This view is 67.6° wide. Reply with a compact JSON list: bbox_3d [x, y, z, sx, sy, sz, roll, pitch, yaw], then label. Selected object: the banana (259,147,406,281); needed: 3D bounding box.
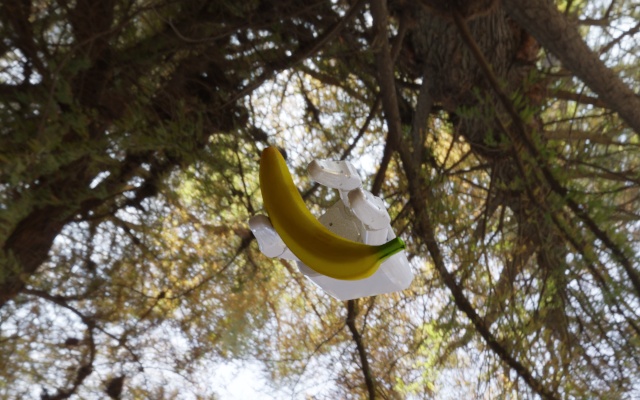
[{"bbox_3d":[-0.009,0.018,0.444,0.197,0.069,0.037,37,-2,37],"label":"banana"}]
